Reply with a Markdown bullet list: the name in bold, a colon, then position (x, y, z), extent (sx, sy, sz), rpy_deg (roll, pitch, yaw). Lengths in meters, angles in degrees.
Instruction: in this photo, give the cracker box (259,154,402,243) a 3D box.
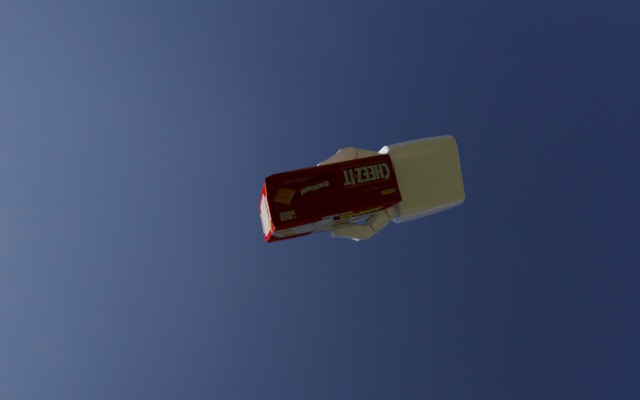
- **cracker box**: position (0.000, 0.002, 0.678), extent (0.164, 0.072, 0.214), rpy_deg (-12, -8, -11)
